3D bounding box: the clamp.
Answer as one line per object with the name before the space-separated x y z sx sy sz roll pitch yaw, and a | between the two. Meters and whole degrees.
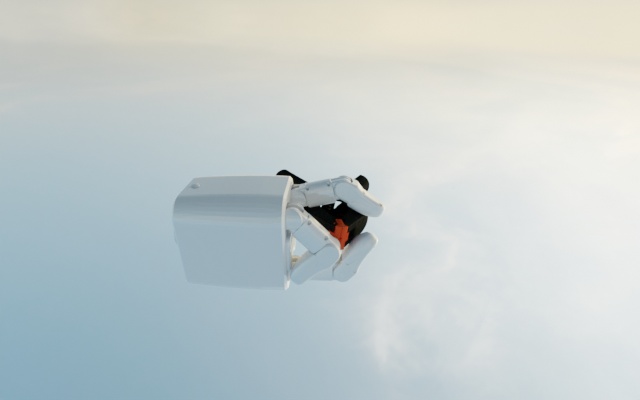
clamp | 0.000 0.002 0.549 0.120 0.039 0.171 2 21 2
